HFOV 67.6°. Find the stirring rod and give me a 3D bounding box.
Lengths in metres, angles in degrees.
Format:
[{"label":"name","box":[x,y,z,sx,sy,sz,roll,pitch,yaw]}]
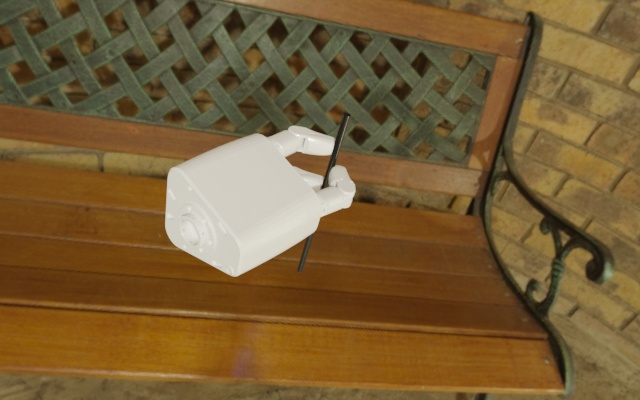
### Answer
[{"label":"stirring rod","box":[0.000,0.002,0.575,0.011,0.240,0.011,11,37,-8]}]
